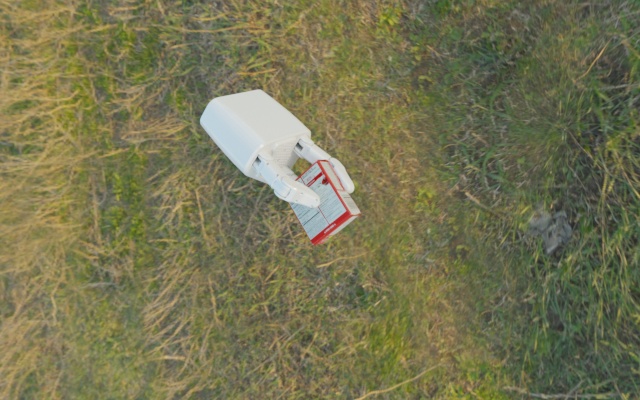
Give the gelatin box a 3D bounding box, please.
[{"bbox_3d":[0.000,0.002,0.628,0.073,0.089,0.030,-40,-19,28],"label":"gelatin box"}]
